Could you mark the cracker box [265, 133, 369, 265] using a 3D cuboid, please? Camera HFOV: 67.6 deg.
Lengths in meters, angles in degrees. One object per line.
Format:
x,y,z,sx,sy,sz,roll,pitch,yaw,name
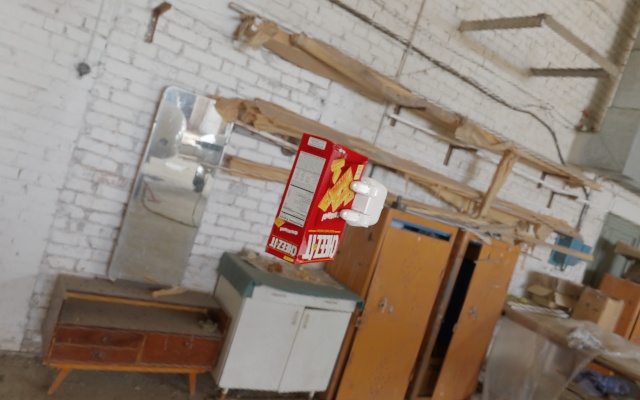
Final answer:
0.000,0.003,0.854,0.072,0.214,0.164,20,4,25,cracker box
